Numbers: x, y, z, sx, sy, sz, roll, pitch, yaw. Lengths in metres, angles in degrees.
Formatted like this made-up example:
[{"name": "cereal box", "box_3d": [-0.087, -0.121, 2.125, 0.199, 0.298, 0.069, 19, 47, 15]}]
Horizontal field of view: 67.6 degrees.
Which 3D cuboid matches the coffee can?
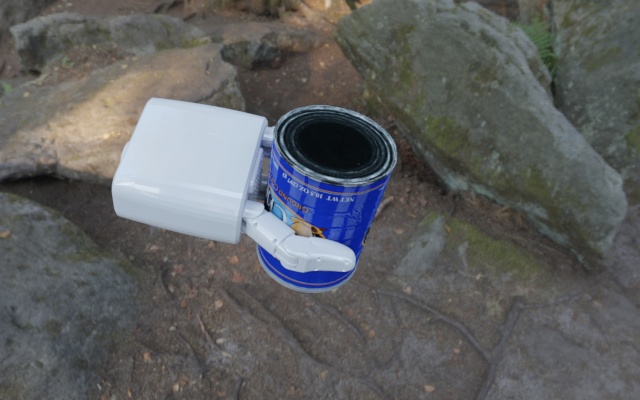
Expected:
[{"name": "coffee can", "box_3d": [0.000, 0.002, 0.432, 0.103, 0.140, 0.102, 8, 43, -7]}]
